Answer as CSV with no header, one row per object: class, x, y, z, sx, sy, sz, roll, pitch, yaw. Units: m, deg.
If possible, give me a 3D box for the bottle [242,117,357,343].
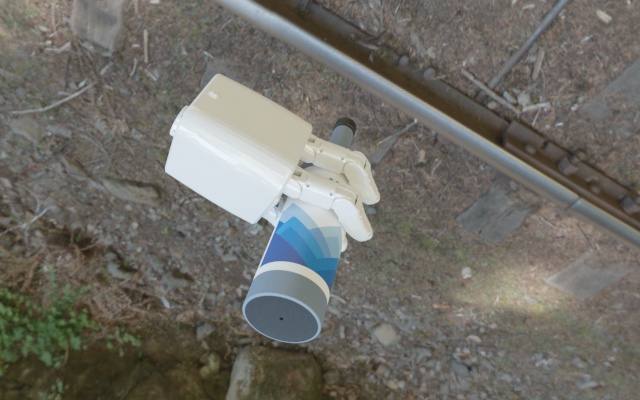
bottle,0.000,0.002,0.494,0.069,0.069,0.295,0,40,17
